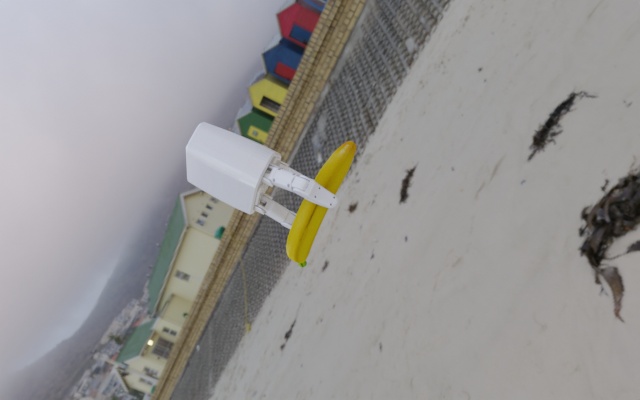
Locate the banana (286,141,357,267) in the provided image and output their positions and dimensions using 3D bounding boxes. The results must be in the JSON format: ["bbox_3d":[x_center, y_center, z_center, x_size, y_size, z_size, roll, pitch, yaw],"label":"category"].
[{"bbox_3d":[-0.005,0.008,0.655,0.037,0.198,0.069,26,12,7],"label":"banana"}]
